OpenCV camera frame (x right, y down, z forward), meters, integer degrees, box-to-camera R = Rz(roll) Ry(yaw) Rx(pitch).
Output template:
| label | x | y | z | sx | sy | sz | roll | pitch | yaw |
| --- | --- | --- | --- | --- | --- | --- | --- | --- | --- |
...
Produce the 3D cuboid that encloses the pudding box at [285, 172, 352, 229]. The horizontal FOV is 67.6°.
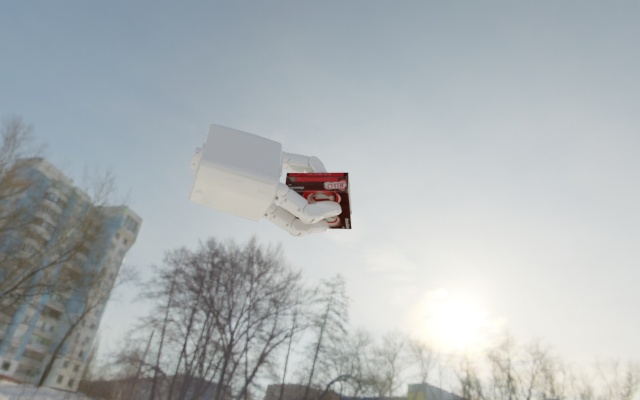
| label | x | y | z | sx | sy | sz | roll | pitch | yaw |
| --- | --- | --- | --- | --- | --- | --- | --- | --- | --- |
| pudding box | 0.000 | 0.002 | 0.704 | 0.090 | 0.039 | 0.114 | 1 | -29 | 8 |
